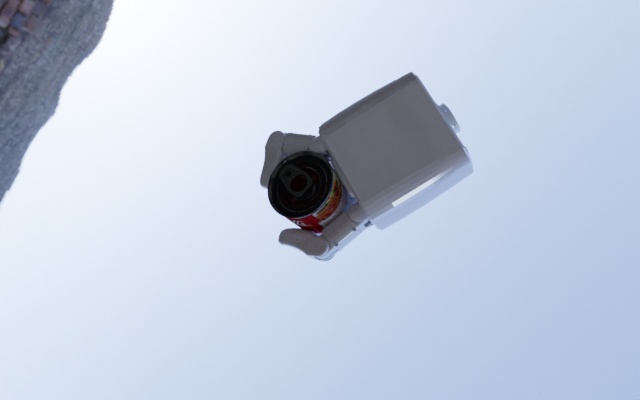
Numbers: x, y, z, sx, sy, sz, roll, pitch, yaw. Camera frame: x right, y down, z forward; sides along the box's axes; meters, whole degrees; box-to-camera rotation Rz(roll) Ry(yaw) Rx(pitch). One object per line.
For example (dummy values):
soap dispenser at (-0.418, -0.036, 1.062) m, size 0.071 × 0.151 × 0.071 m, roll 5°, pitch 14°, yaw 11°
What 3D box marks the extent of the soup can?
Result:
soup can at (0.000, 0.002, 0.486) m, size 0.068 × 0.068 × 0.102 m, roll 0°, pitch -20°, yaw 25°
